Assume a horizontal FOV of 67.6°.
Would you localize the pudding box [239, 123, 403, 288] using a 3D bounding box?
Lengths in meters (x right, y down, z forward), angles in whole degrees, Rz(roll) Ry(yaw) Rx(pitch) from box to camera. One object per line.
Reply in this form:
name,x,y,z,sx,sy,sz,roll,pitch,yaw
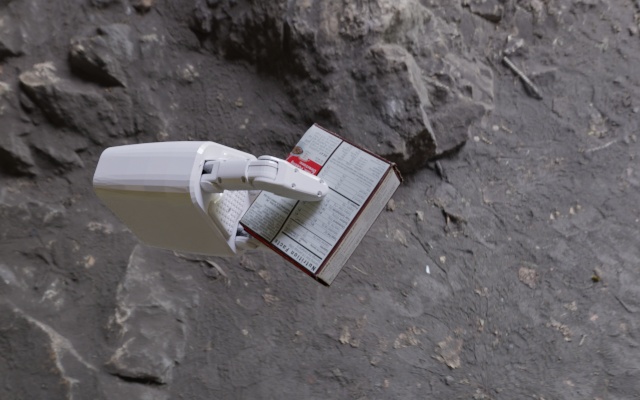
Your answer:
pudding box,0.000,0.001,0.402,0.090,0.113,0.039,32,-7,28
